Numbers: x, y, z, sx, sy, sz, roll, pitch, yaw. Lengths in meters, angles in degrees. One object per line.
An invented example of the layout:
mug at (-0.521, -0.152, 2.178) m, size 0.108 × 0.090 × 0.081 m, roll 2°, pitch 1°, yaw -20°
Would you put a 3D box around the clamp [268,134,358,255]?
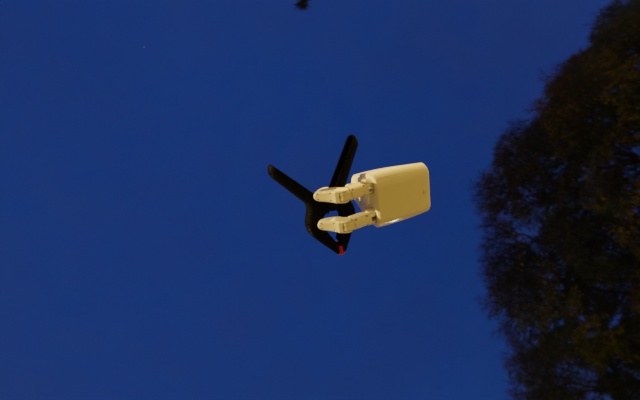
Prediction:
clamp at (0.000, 0.003, 0.833) m, size 0.164 × 0.210 × 0.036 m, roll -15°, pitch 21°, yaw -17°
